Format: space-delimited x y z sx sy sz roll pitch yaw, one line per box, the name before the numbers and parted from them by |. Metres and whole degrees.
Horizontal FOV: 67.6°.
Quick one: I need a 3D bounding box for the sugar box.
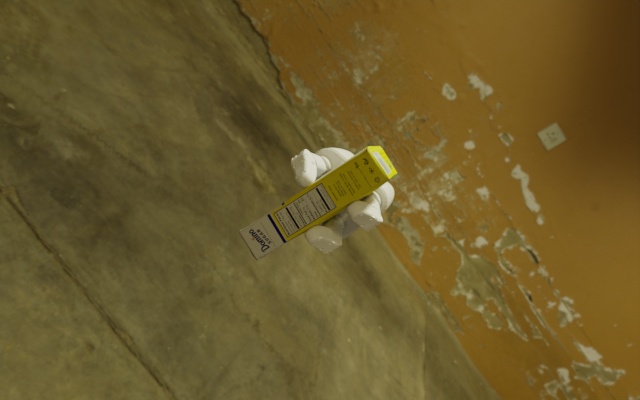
sugar box | 0.001 0.002 0.552 0.176 0.048 0.093 -35 -3 16
